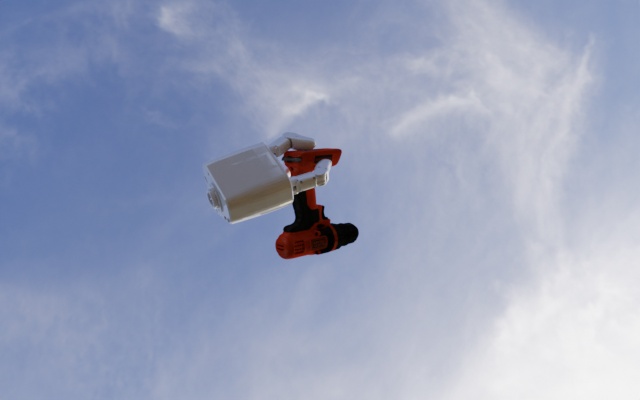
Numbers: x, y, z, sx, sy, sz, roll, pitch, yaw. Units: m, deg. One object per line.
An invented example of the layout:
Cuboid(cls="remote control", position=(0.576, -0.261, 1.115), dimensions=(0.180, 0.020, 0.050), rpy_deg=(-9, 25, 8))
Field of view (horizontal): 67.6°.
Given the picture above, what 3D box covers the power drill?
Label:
Cuboid(cls="power drill", position=(0.000, 0.002, 0.844), dimensions=(0.184, 0.187, 0.057), rpy_deg=(-9, 10, -44))
